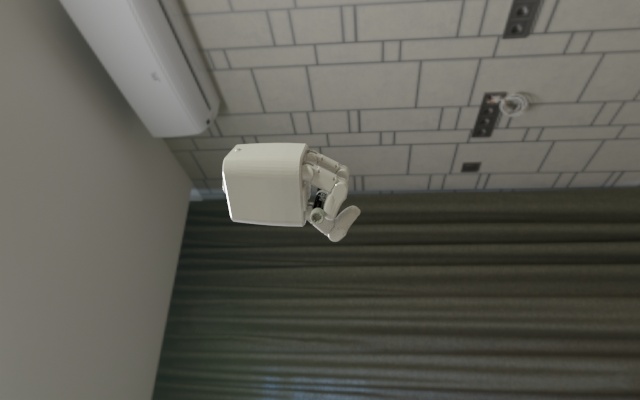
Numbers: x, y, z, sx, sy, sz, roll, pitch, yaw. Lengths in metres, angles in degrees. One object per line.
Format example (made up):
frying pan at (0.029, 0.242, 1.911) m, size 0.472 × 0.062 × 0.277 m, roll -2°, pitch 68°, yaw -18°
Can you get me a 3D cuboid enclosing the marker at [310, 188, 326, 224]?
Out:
marker at (0.000, 0.002, 0.691) m, size 0.020 × 0.020 × 0.121 m, roll 0°, pitch 21°, yaw 5°
